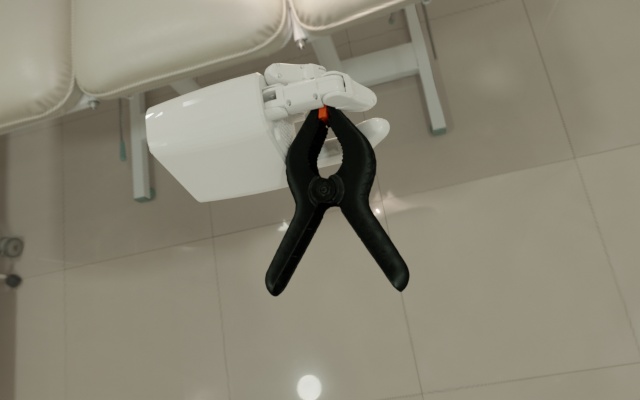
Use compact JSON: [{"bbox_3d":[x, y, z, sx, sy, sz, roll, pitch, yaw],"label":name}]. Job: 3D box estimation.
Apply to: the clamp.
[{"bbox_3d":[0.000,0.001,0.403,0.120,0.171,0.039,-13,-16,11],"label":"clamp"}]
